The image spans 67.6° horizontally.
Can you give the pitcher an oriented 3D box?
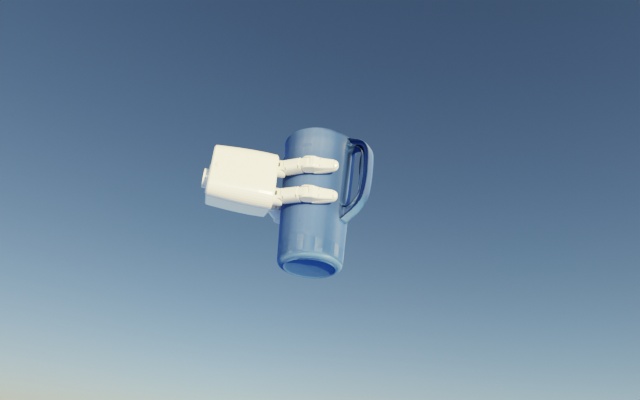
[{"bbox_3d":[0.000,0.003,0.823,0.145,0.242,0.149,11,-29,-11],"label":"pitcher"}]
